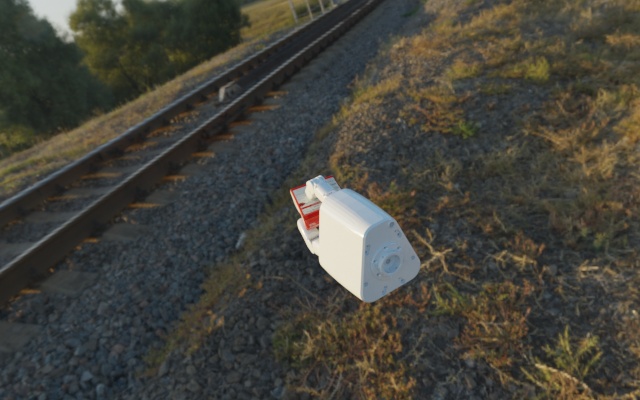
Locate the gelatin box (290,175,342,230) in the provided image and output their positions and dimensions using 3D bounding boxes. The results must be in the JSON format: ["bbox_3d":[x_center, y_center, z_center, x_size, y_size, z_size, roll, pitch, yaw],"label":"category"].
[{"bbox_3d":[0.000,0.002,0.730,0.073,0.030,0.089,-20,32,-6],"label":"gelatin box"}]
